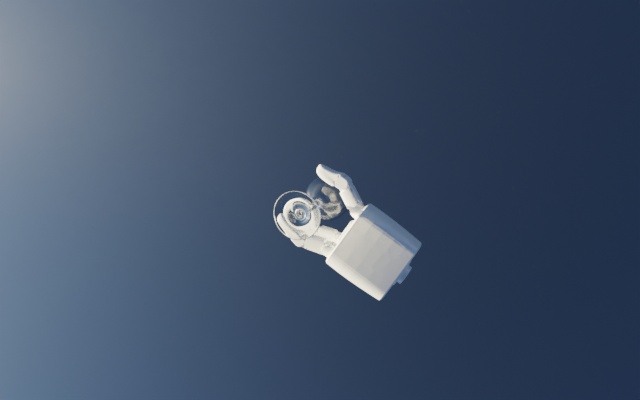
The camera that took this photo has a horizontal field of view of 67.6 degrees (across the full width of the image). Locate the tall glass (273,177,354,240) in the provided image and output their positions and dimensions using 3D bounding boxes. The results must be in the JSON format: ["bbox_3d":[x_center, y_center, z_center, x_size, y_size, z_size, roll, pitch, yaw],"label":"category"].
[{"bbox_3d":[0.000,0.003,0.782,0.079,0.079,0.201,0,12,21],"label":"tall glass"}]
